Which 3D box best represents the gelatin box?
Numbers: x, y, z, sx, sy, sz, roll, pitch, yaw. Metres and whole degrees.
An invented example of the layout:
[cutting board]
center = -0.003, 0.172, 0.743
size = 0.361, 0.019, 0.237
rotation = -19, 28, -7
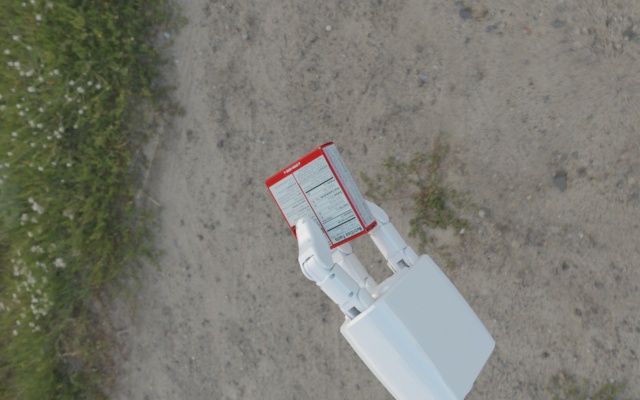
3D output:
[gelatin box]
center = 0.000, 0.001, 0.446
size = 0.073, 0.089, 0.030
rotation = -29, 2, 32
